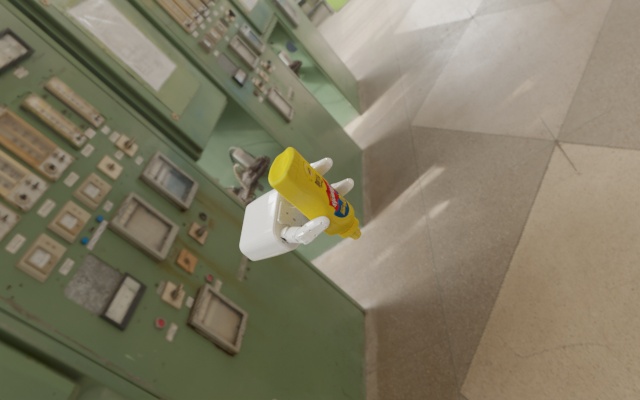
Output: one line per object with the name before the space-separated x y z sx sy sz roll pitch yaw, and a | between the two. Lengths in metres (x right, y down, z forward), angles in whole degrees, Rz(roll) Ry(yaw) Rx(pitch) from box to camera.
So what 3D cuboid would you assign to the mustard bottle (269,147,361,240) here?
mustard bottle | 0.000 0.002 0.788 0.058 0.192 0.096 -37 26 20
